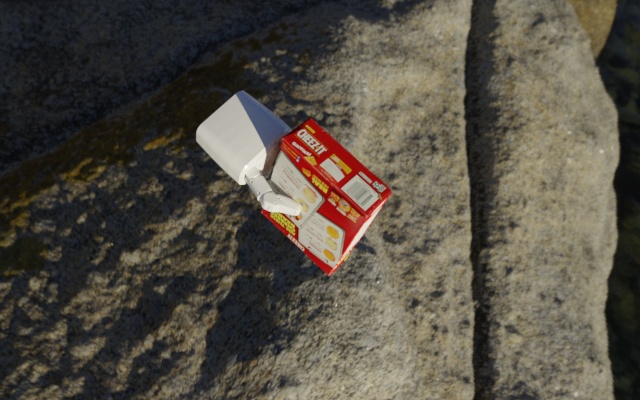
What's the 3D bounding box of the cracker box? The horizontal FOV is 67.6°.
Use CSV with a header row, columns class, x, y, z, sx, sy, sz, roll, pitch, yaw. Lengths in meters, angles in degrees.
class,x,y,z,sx,sy,sz,roll,pitch,yaw
cracker box,0.000,0.002,0.742,0.072,0.164,0.214,-41,-13,-31
